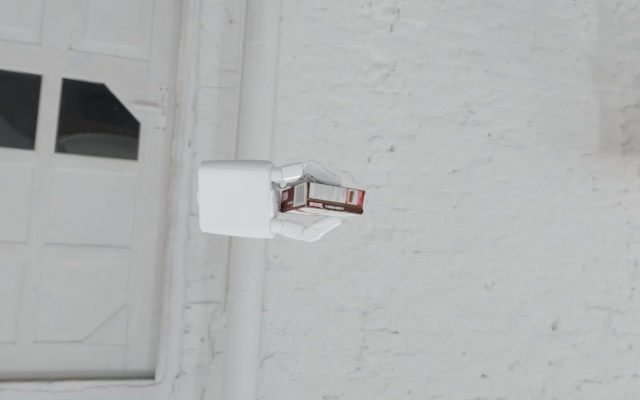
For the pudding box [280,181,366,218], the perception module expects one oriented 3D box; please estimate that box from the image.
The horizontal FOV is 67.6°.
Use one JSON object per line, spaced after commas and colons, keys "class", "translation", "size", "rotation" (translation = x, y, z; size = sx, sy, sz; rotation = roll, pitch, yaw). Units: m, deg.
{"class": "pudding box", "translation": [0.000, 0.002, 0.696], "size": [0.090, 0.039, 0.113], "rotation": [7, -7, -22]}
